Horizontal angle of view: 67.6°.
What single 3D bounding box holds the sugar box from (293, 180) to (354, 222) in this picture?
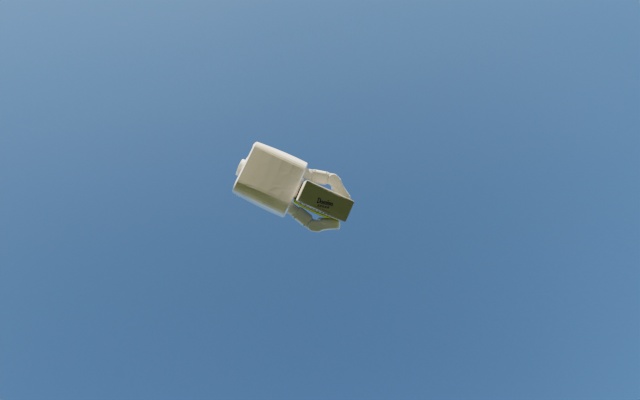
[{"bbox_3d":[0.000,0.003,0.893,0.093,0.048,0.176,24,-1,-5],"label":"sugar box"}]
